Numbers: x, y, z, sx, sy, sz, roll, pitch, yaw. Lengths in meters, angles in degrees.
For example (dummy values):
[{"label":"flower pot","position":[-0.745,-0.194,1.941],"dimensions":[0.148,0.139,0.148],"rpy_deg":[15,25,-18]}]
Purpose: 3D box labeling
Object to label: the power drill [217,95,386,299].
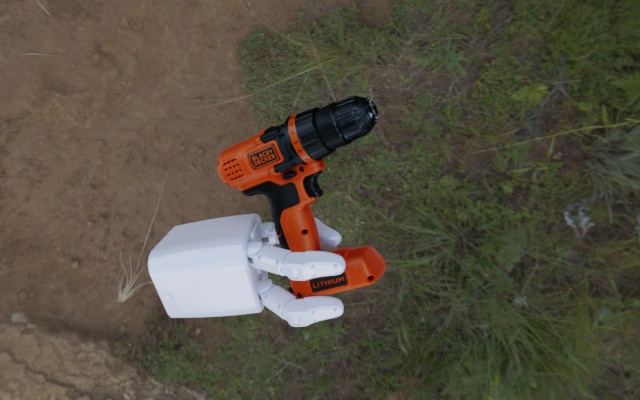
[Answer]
[{"label":"power drill","position":[0.000,0.002,0.500],"dimensions":[0.184,0.188,0.057],"rpy_deg":[-19,9,27]}]
